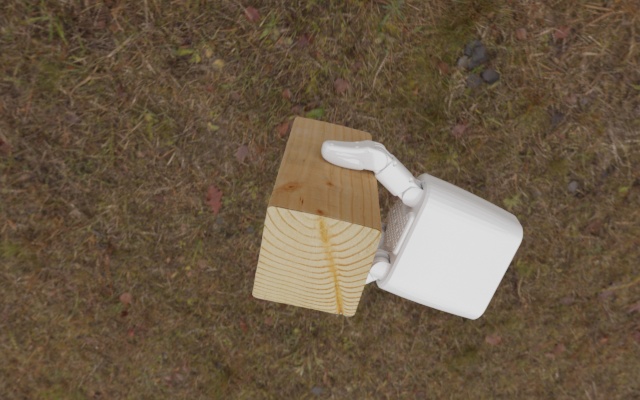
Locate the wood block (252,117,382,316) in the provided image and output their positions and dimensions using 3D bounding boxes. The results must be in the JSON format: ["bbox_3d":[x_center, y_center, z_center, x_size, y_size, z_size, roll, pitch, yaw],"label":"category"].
[{"bbox_3d":[0.001,0.001,0.464,0.090,0.091,0.206,12,28,-3],"label":"wood block"}]
